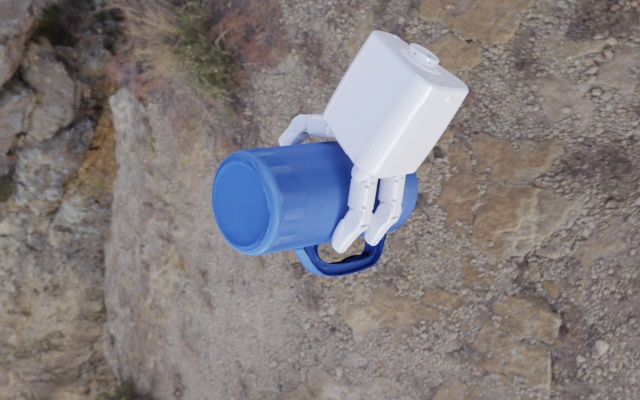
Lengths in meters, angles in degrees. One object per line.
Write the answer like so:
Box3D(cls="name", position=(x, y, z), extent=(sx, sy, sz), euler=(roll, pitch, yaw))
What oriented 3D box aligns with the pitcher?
Box3D(cls="pitcher", position=(0.000, 0.002, 0.565), extent=(0.243, 0.145, 0.149), euler=(-9, 52, -48))
